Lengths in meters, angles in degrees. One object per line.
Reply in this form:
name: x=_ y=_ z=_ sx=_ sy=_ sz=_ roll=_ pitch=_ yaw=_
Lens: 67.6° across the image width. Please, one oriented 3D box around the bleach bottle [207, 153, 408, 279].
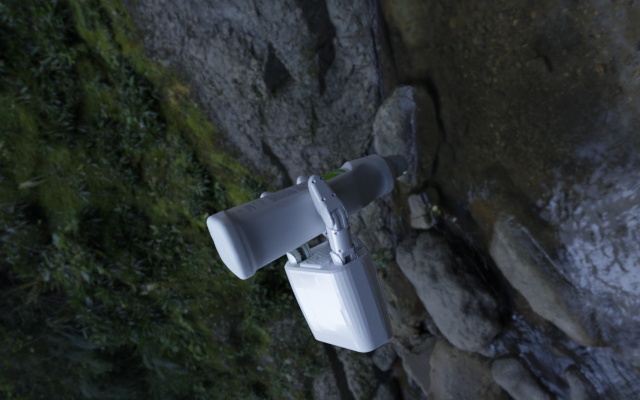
bleach bottle: x=0.000 y=0.002 z=0.559 sx=0.251 sy=0.068 sz=0.102 roll=-24 pitch=16 yaw=-20
